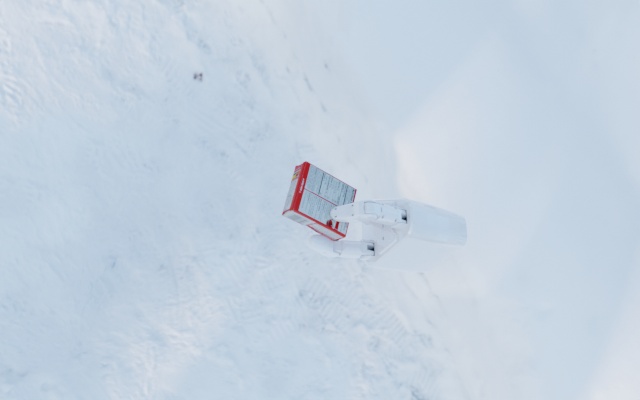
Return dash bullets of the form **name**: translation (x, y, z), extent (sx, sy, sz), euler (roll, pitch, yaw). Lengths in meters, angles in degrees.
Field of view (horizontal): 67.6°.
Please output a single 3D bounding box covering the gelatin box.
- **gelatin box**: translation (0.000, 0.002, 0.621), extent (0.089, 0.073, 0.030), euler (28, -29, -27)
